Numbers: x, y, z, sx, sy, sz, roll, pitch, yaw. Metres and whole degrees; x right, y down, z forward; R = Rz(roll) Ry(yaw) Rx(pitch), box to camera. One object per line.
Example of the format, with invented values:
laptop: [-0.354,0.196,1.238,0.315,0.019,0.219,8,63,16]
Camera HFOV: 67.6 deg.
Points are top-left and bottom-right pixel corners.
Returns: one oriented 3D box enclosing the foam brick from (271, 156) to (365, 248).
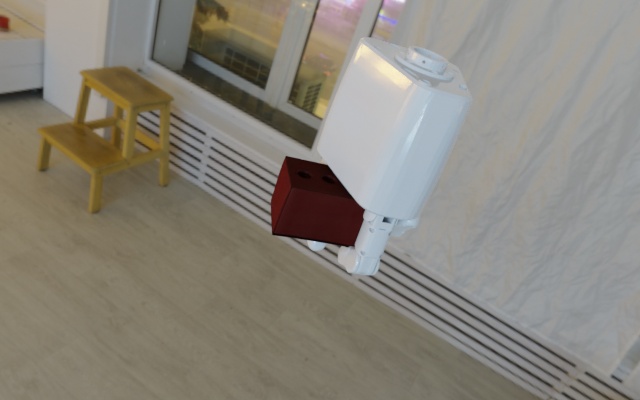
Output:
foam brick: [0.000,0.001,0.416,0.078,0.051,0.053,10,33,-17]
